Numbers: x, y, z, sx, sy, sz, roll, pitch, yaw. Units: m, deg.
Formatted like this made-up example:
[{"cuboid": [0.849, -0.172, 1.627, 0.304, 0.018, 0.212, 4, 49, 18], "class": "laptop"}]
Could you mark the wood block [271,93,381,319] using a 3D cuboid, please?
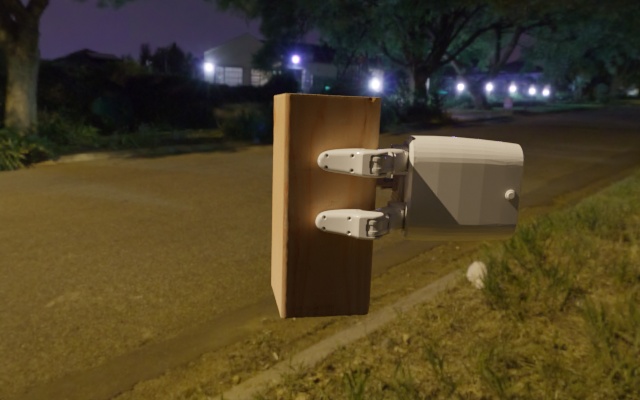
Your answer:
[{"cuboid": [0.000, 0.001, 0.476, 0.090, 0.206, 0.091, 0, 11, -11], "class": "wood block"}]
